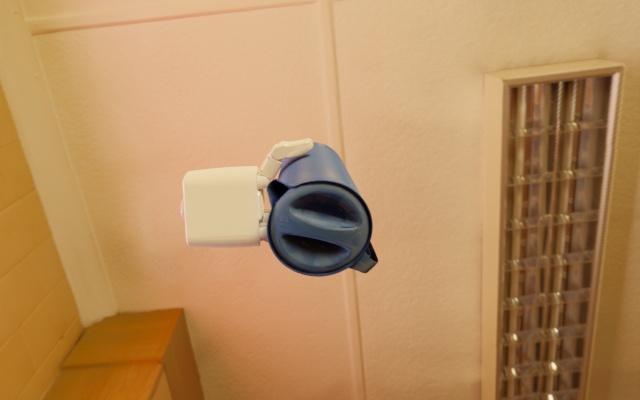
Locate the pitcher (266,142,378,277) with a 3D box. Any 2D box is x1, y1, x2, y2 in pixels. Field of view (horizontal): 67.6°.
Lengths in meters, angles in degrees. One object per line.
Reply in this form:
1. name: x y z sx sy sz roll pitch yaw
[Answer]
1. pitcher: 0.000 0.002 0.701 0.145 0.149 0.242 -4 22 -2
